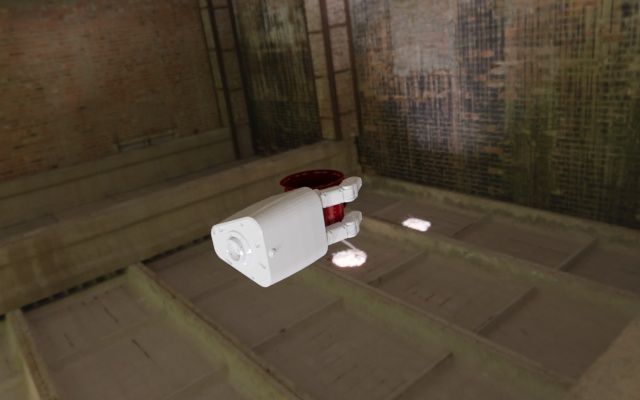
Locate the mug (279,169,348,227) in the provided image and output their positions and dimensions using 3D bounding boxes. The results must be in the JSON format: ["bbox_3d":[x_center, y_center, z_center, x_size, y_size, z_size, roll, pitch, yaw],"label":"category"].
[{"bbox_3d":[0.001,0.002,0.706,0.093,0.081,0.117,10,25,42],"label":"mug"}]
